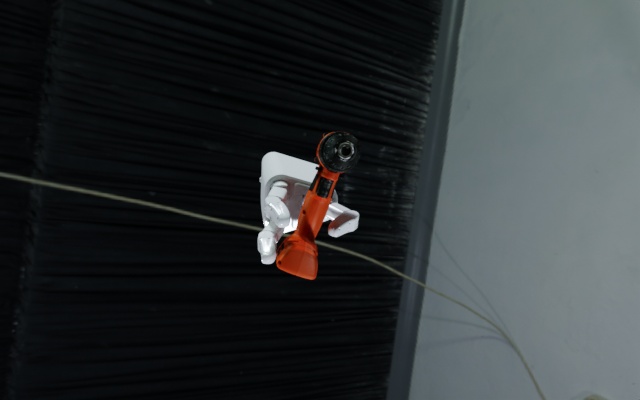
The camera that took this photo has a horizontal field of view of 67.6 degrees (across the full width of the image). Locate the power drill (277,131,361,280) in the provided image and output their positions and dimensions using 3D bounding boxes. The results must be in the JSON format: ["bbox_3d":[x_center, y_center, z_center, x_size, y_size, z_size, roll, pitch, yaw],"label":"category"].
[{"bbox_3d":[0.000,0.002,0.615,0.057,0.187,0.184,21,4,-3],"label":"power drill"}]
